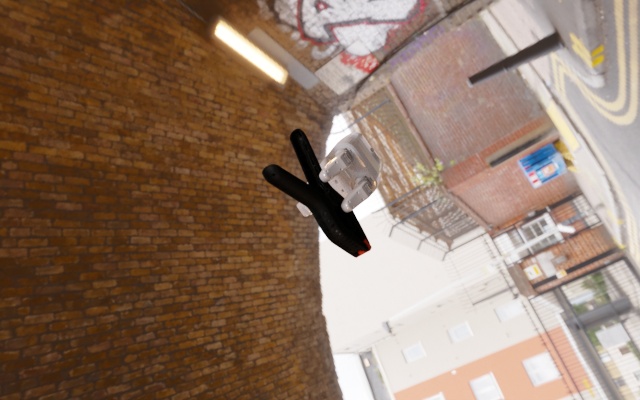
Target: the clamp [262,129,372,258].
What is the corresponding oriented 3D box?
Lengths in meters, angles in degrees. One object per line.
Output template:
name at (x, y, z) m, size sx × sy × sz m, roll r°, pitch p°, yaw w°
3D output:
clamp at (0.000, 0.003, 0.682) m, size 0.036 × 0.210 × 0.164 m, roll -31°, pitch 9°, yaw 25°
